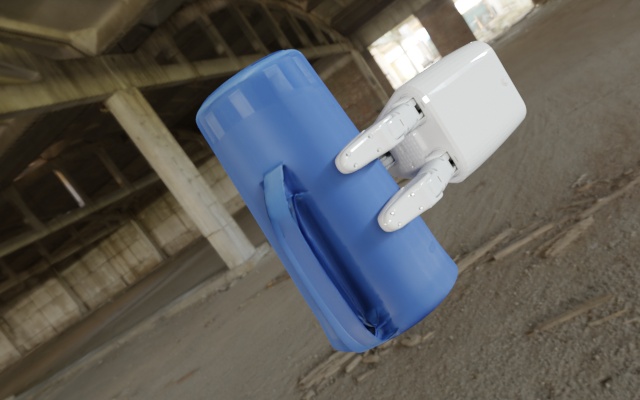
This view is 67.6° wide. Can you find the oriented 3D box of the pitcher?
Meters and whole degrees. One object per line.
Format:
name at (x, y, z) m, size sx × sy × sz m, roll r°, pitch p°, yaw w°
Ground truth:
pitcher at (0.000, 0.001, 0.409) m, size 0.145 × 0.243 × 0.149 m, roll -37°, pitch 8°, yaw -23°
